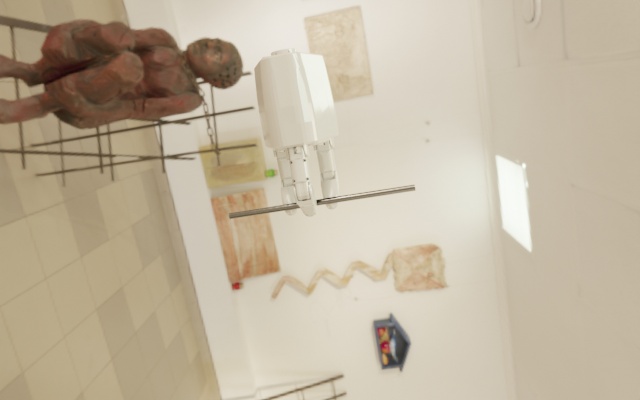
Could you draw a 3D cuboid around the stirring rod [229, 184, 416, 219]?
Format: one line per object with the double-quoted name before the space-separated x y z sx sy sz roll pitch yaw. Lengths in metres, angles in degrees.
"stirring rod" 0.000 0.002 0.610 0.239 0.011 0.011 -9 -1 6
